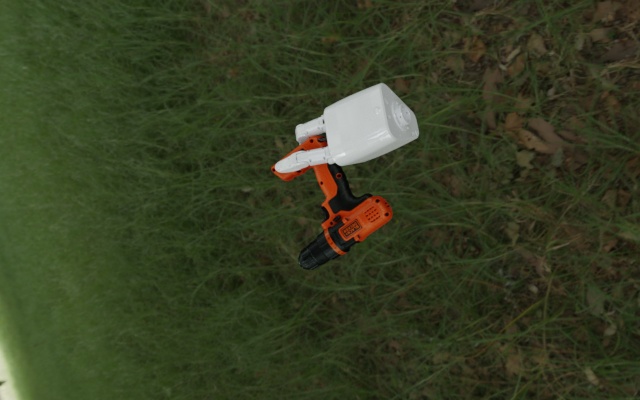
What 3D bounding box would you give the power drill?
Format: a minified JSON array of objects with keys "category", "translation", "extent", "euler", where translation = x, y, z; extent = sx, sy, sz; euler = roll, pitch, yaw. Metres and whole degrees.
[{"category":"power drill","translation":[0.000,0.002,0.795],"extent":[0.184,0.187,0.057],"euler":[-36,-6,17]}]
